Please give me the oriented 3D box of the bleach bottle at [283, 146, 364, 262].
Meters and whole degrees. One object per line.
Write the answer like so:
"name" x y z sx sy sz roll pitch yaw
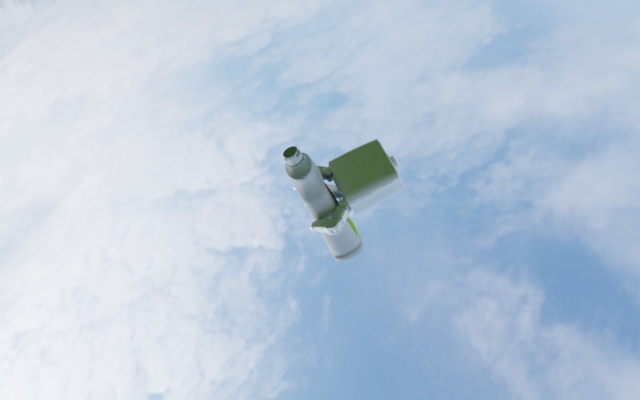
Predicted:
"bleach bottle" 0.000 0.003 0.890 0.068 0.251 0.102 -28 41 4
